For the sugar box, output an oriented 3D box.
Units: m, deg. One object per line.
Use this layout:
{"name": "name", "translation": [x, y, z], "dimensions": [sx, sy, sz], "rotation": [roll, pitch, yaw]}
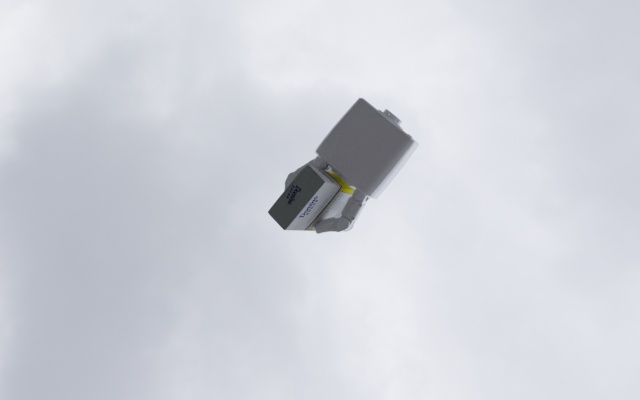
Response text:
{"name": "sugar box", "translation": [0.000, 0.002, 0.735], "dimensions": [0.048, 0.093, 0.176], "rotation": [45, 13, 23]}
